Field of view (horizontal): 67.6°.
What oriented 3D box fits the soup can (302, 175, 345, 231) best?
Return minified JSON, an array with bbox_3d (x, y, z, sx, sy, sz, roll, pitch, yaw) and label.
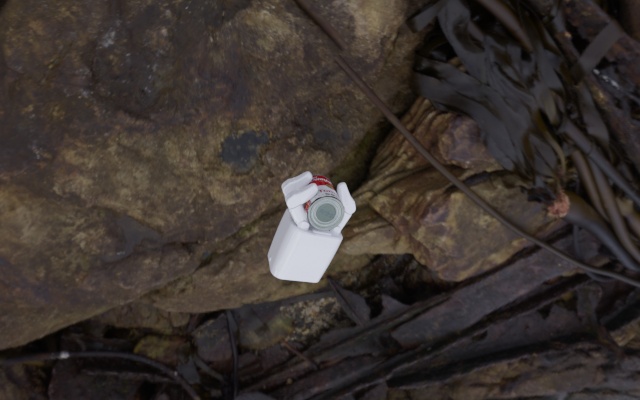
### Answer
[{"bbox_3d":[0.001,0.003,0.864,0.068,0.068,0.102,0,24,-12],"label":"soup can"}]
